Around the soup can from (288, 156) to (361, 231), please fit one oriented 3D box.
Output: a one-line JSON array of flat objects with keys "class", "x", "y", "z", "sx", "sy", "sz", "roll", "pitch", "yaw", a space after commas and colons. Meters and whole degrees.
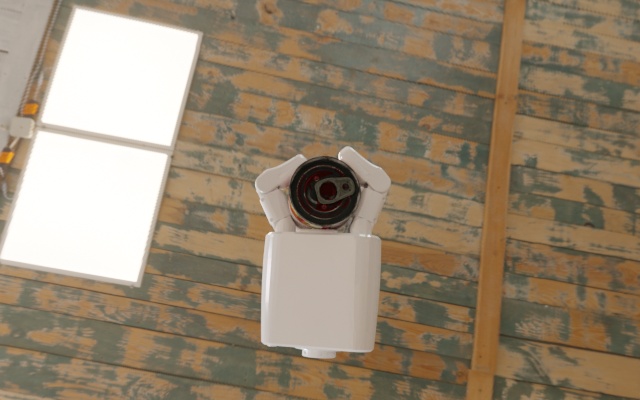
[{"class": "soup can", "x": 0.000, "y": 0.001, "z": 0.492, "sx": 0.068, "sy": 0.068, "sz": 0.102, "roll": 0, "pitch": -12, "yaw": -5}]
